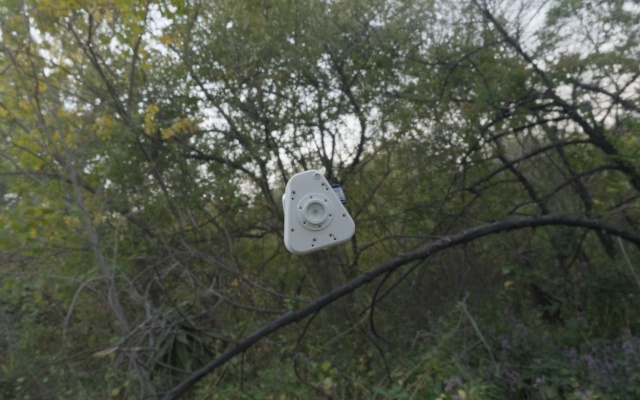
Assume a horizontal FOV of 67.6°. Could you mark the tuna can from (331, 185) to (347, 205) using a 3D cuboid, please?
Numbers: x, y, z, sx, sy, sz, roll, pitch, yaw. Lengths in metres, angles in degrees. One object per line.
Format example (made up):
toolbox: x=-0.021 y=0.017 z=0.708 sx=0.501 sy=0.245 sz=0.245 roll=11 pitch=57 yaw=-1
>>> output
tuna can: x=0.000 y=0.002 z=0.815 sx=0.086 sy=0.033 sz=0.086 roll=-19 pitch=-7 yaw=-2
